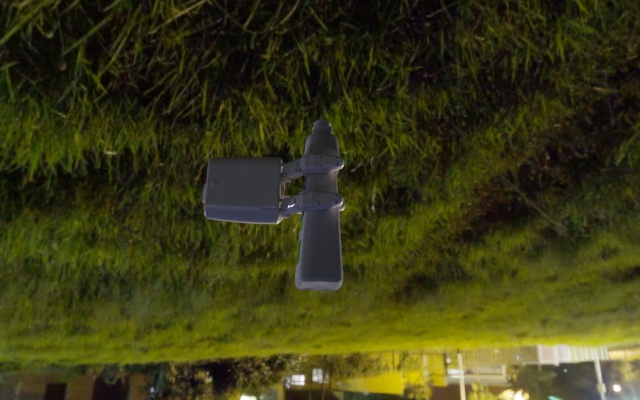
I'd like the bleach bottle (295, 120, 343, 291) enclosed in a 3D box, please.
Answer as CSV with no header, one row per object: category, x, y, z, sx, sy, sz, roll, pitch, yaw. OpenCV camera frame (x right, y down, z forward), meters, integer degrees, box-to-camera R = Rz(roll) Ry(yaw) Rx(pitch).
bleach bottle,0.000,0.002,0.713,0.068,0.250,0.103,2,-18,-3
